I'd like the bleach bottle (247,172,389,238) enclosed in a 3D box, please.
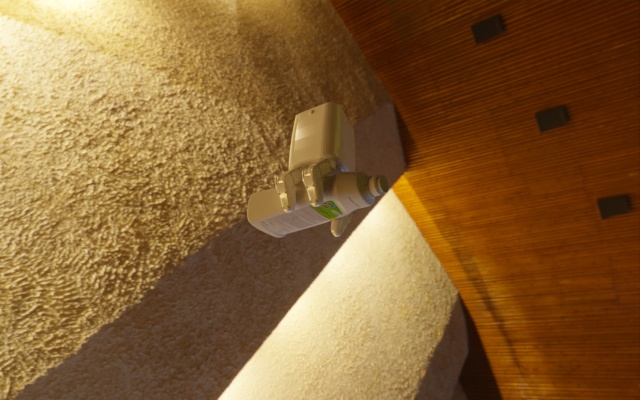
[{"bbox_3d":[0.000,0.003,0.788,0.251,0.068,0.102,-14,-29,35],"label":"bleach bottle"}]
